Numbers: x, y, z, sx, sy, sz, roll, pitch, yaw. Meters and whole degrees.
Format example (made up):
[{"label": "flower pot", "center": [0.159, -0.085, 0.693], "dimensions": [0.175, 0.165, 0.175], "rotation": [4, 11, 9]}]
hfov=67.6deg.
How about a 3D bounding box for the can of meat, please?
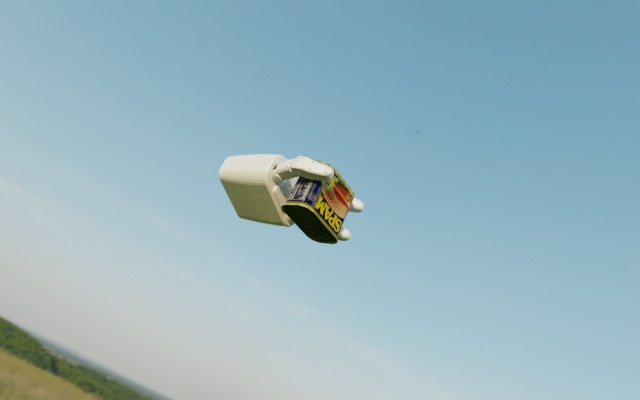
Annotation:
[{"label": "can of meat", "center": [0.000, 0.002, 0.709], "dimensions": [0.057, 0.084, 0.102], "rotation": [1, -35, 38]}]
